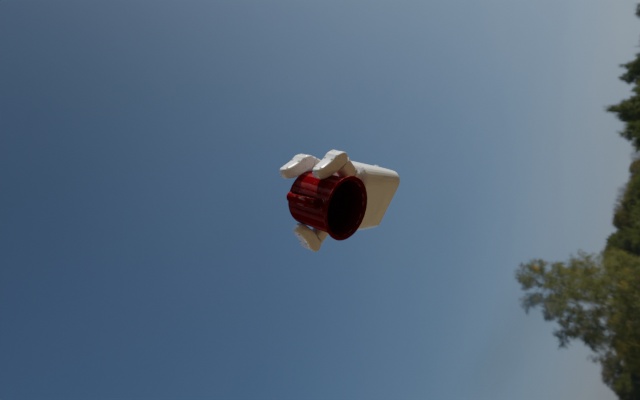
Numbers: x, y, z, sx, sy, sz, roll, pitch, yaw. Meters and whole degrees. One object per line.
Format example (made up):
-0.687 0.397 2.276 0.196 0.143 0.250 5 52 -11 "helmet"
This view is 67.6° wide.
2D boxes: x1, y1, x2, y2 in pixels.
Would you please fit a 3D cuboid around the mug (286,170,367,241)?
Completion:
-0.001 0.002 0.681 0.081 0.093 0.117 17 10 40 "mug"
